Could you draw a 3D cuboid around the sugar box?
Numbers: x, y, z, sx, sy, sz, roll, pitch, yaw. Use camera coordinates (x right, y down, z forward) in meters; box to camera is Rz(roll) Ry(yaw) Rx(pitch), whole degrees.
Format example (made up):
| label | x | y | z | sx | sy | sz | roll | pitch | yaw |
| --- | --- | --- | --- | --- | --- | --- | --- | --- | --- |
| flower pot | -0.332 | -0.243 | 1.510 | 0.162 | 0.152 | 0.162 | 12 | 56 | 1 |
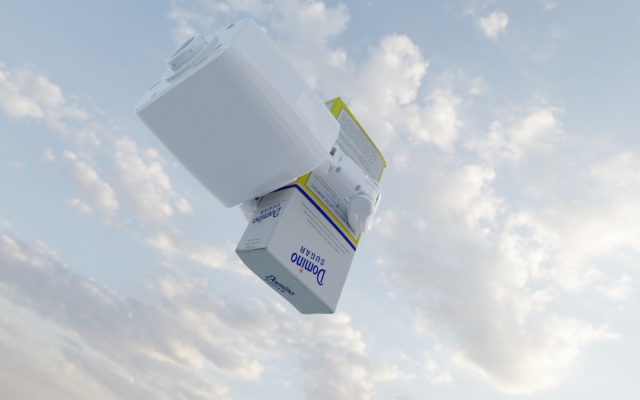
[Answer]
| label | x | y | z | sx | sy | sz | roll | pitch | yaw |
| --- | --- | --- | --- | --- | --- | --- | --- | --- | --- |
| sugar box | 0.000 | 0.001 | 0.426 | 0.048 | 0.176 | 0.093 | -11 | -48 | 42 |
